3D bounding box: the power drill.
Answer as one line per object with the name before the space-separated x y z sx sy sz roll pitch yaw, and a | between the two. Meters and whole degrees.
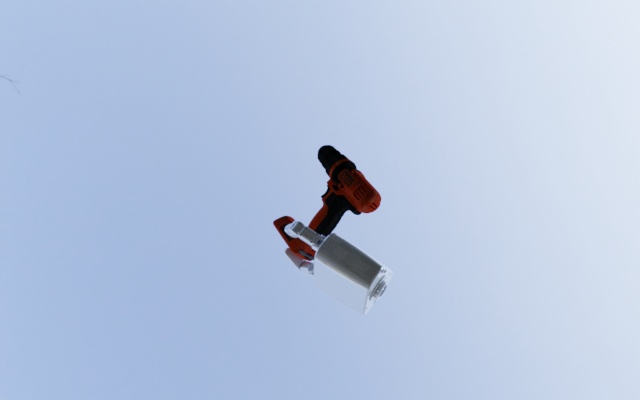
power drill | 0.000 0.003 0.877 0.057 0.188 0.184 33 13 -46
